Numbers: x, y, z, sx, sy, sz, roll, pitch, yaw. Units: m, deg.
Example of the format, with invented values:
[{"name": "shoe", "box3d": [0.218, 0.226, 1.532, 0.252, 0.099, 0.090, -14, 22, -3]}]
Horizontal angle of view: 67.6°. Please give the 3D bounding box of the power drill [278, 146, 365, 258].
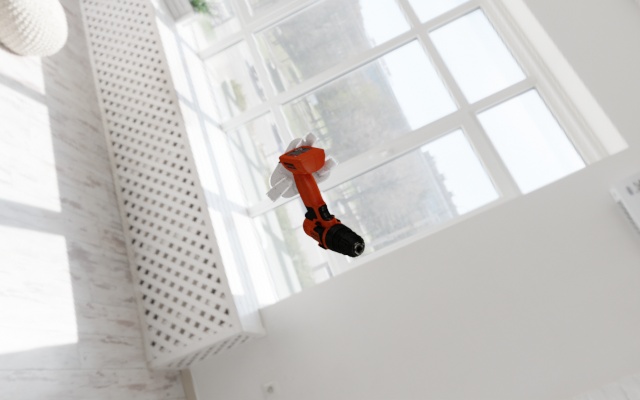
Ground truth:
[{"name": "power drill", "box3d": [0.000, 0.002, 0.829, 0.057, 0.188, 0.184, -26, 21, -22]}]
